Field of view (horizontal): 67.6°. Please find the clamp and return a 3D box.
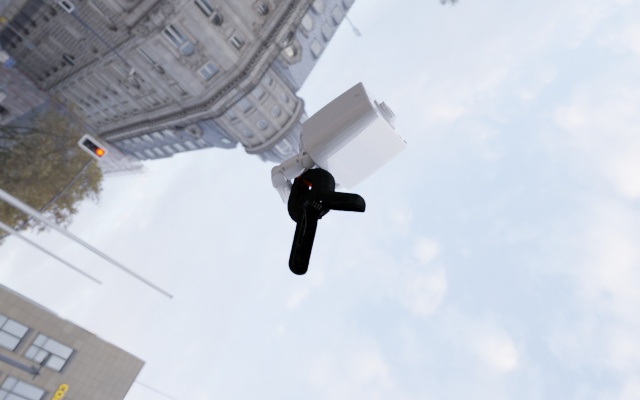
[{"bbox_3d":[0.000,0.002,0.596,0.120,0.171,0.039,-38,-56,19],"label":"clamp"}]
